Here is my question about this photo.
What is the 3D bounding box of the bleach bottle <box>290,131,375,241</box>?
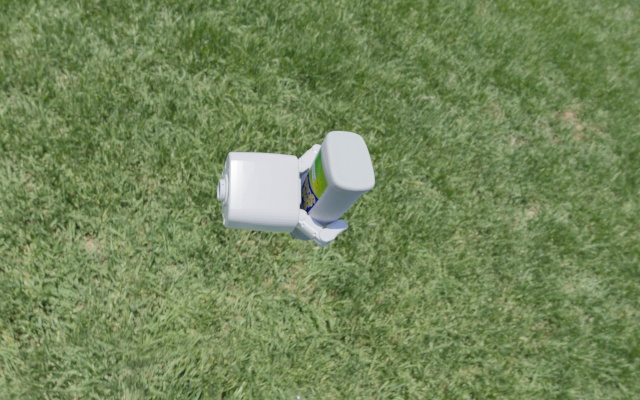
[{"bbox_3d":[0.000,0.002,0.760,0.068,0.102,0.251,3,-31,-21],"label":"bleach bottle"}]
